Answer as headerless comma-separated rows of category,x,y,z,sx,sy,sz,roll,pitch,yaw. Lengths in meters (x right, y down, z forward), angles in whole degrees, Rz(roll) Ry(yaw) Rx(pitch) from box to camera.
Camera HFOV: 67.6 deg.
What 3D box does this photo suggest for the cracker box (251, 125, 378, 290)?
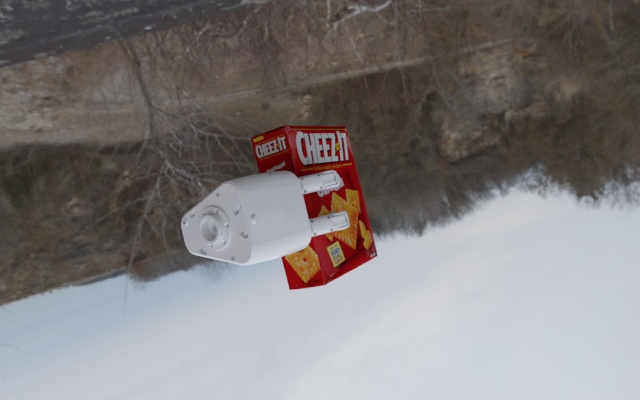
cracker box,0.000,0.002,0.690,0.072,0.213,0.164,-14,0,33
